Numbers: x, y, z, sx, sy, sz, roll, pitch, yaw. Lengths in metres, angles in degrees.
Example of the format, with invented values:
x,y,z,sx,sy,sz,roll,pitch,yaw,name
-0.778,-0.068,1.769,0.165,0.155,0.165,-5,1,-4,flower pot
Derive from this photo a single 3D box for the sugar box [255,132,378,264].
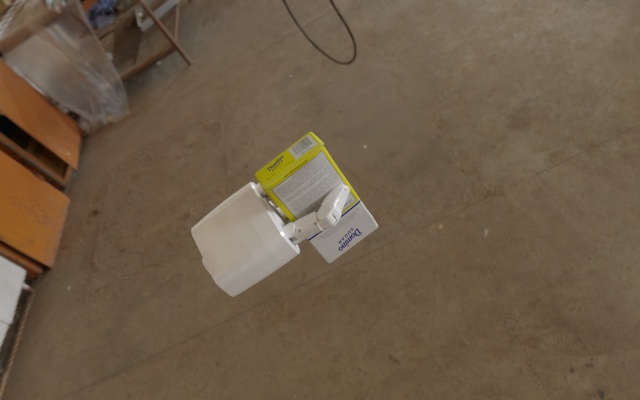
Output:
x,y,z,sx,sy,sz,roll,pitch,yaw,name
0.000,0.002,0.644,0.176,0.093,0.048,53,0,-43,sugar box
